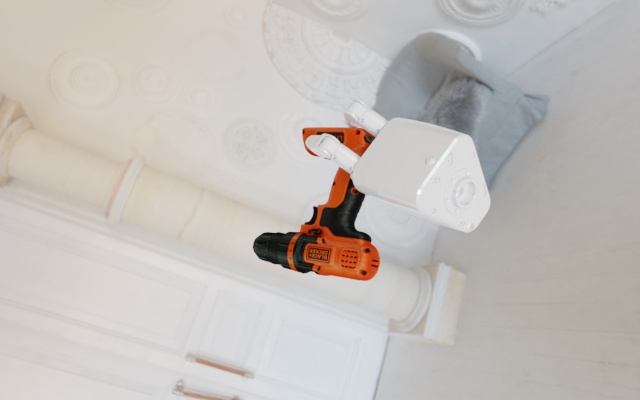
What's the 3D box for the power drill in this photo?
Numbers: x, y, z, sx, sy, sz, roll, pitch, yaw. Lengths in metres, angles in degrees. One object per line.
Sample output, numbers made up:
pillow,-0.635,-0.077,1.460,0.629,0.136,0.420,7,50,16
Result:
power drill,0.000,0.002,0.615,0.184,0.187,0.057,5,-7,32
